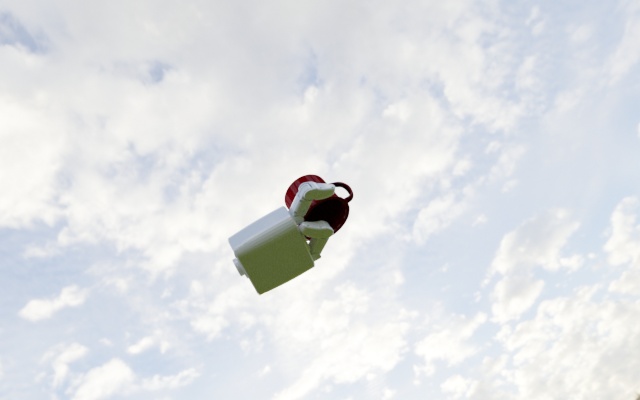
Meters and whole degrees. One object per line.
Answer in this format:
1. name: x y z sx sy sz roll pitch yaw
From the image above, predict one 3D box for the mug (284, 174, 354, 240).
1. mug: 0.001 0.002 0.817 0.117 0.093 0.081 -29 48 -11
